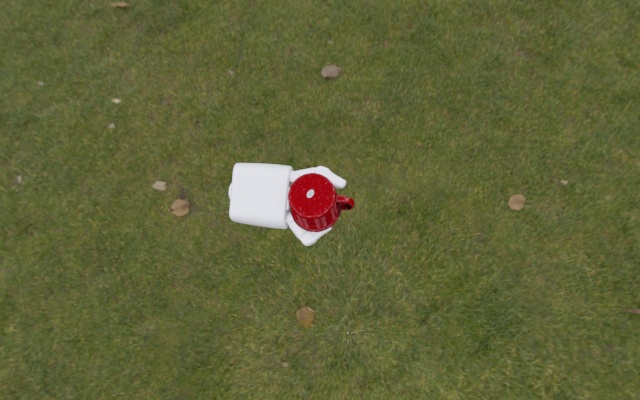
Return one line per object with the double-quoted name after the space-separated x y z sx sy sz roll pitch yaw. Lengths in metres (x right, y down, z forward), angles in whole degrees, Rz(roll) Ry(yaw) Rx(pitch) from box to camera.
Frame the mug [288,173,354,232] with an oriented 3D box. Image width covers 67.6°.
0.002 0.003 0.827 0.117 0.093 0.081 6 -15 6 "mug"
